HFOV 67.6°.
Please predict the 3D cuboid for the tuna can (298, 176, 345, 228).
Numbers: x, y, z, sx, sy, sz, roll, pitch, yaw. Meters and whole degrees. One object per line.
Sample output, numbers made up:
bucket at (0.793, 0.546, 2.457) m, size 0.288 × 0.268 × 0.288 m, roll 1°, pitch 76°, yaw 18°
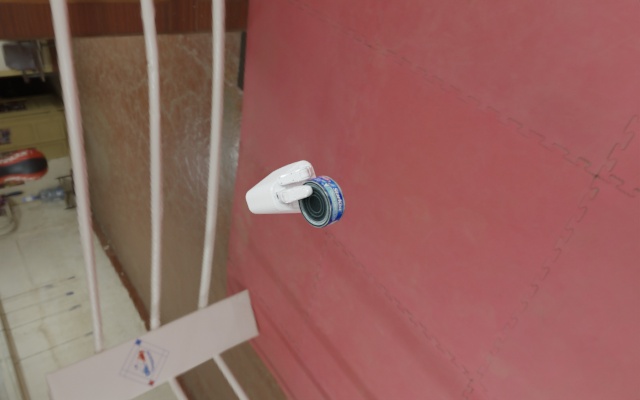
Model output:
tuna can at (0.000, 0.003, 0.820) m, size 0.033 × 0.086 × 0.086 m, roll -19°, pitch 12°, yaw -40°
